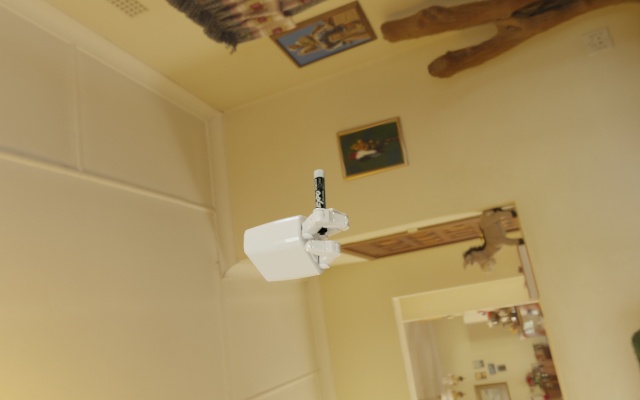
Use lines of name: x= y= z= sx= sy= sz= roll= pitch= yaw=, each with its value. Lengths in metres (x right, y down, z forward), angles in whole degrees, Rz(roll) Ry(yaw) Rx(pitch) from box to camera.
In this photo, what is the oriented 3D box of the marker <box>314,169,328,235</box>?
marker: x=0.000 y=0.003 z=0.799 sx=0.020 sy=0.121 sz=0.020 roll=-2 pitch=-30 yaw=-1
